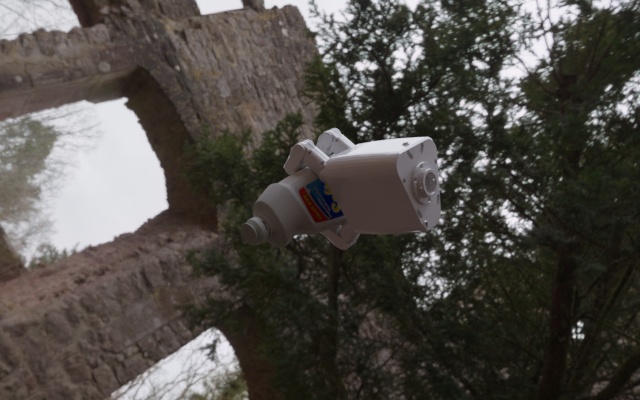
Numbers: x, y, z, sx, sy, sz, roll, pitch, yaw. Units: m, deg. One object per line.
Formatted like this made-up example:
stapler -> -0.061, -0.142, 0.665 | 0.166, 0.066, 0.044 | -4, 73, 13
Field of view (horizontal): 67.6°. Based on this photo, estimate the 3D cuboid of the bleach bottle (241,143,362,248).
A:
bleach bottle -> 0.000, 0.002, 0.641 | 0.068, 0.102, 0.250 | -1, 21, 44
